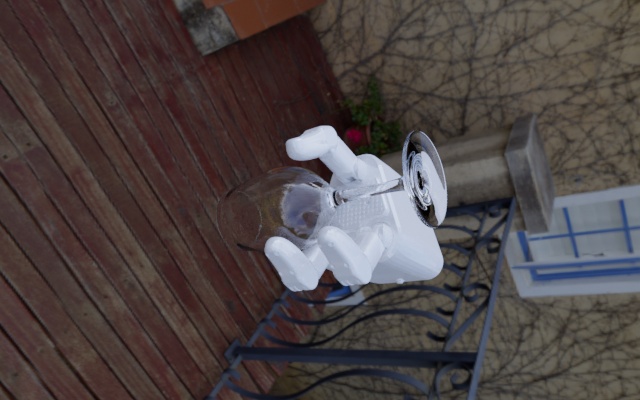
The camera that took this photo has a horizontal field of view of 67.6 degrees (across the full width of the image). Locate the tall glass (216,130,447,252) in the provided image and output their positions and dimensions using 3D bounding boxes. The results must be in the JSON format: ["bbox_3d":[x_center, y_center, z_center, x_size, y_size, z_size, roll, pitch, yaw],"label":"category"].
[{"bbox_3d":[0.001,0.001,0.412,0.201,0.079,0.079,-12,-7,34],"label":"tall glass"}]
